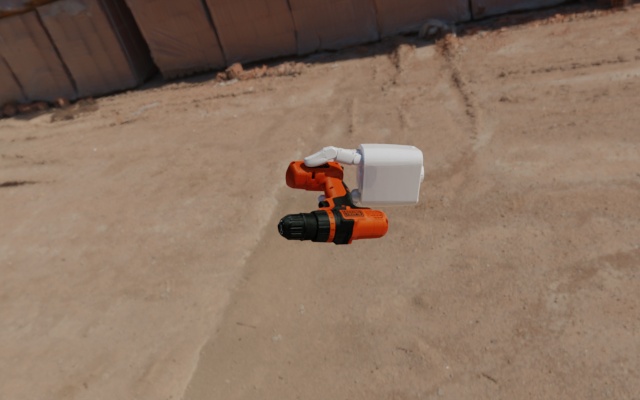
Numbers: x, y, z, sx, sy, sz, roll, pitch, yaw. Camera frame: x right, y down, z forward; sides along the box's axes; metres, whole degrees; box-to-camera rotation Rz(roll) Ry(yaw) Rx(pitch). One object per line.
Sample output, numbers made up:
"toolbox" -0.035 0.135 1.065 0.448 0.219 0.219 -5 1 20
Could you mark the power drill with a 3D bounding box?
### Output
"power drill" 0.000 0.002 0.805 0.184 0.057 0.187 1 36 -23
